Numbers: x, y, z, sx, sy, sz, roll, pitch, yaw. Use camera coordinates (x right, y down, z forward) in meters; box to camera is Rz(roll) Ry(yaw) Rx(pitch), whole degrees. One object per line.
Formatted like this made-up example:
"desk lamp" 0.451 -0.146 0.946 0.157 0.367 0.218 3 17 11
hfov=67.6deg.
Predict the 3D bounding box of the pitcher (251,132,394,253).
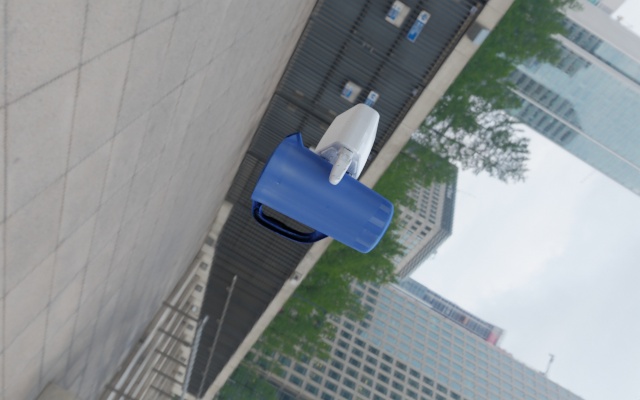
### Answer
"pitcher" 0.000 0.003 0.873 0.243 0.145 0.149 30 -27 -5
